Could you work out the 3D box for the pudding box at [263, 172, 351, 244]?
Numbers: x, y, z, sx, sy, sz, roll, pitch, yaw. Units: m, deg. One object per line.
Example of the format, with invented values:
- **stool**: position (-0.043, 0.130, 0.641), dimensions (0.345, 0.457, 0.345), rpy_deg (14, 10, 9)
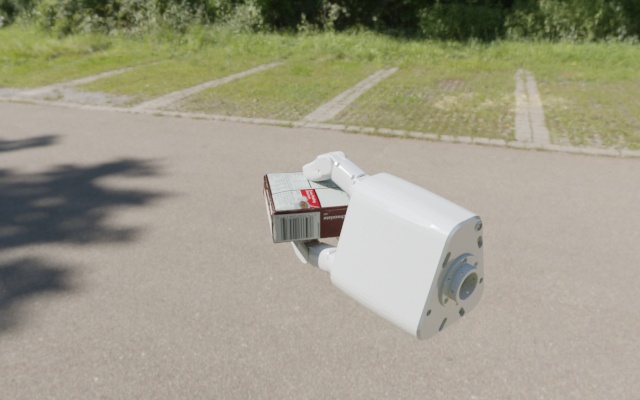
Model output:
- **pudding box**: position (0.000, 0.002, 0.502), dimensions (0.113, 0.039, 0.090), rpy_deg (-3, 28, -11)
